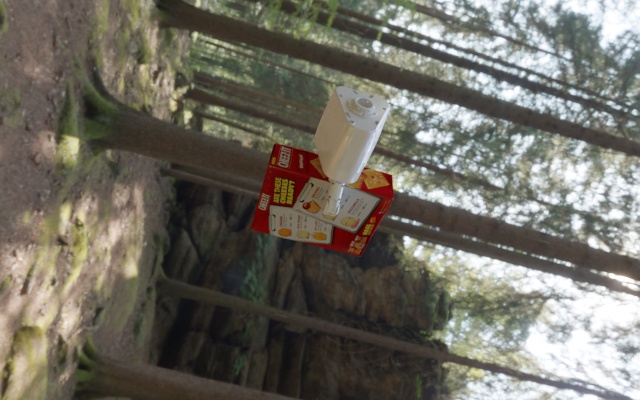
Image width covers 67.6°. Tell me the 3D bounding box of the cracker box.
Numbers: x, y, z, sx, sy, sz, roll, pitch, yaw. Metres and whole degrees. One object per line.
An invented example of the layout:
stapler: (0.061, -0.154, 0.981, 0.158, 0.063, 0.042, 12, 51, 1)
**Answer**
cracker box: (0.000, 0.003, 0.846, 0.214, 0.072, 0.164, 15, -47, -8)
